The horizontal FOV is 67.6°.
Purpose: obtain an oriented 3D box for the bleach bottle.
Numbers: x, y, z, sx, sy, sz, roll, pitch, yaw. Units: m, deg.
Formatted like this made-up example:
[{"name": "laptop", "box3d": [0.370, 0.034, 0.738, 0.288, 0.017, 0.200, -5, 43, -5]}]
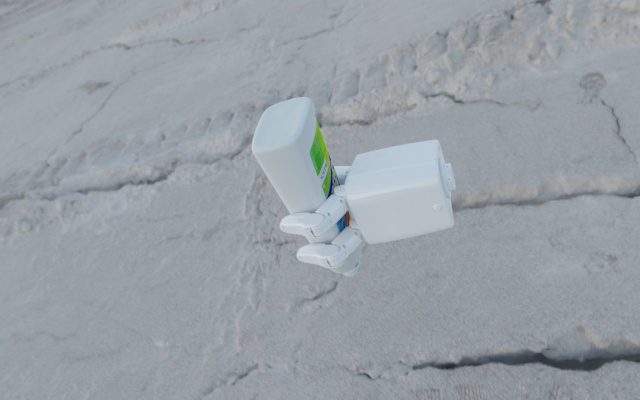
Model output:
[{"name": "bleach bottle", "box3d": [0.000, 0.002, 0.607, 0.068, 0.251, 0.102, -11, 40, 20]}]
